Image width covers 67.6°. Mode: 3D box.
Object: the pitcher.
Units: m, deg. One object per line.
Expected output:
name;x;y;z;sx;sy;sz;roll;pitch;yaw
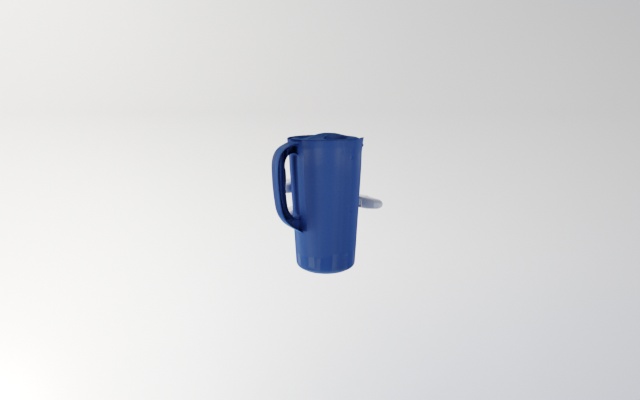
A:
pitcher;0.000;0.003;0.847;0.149;0.243;0.145;1;11;6
